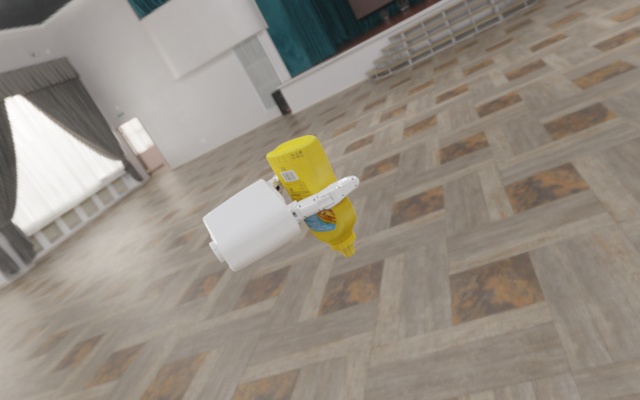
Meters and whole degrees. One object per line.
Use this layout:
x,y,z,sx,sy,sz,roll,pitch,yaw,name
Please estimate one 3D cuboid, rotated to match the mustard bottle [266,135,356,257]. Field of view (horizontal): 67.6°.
0.000,0.002,0.694,0.096,0.192,0.058,-6,28,51,mustard bottle
